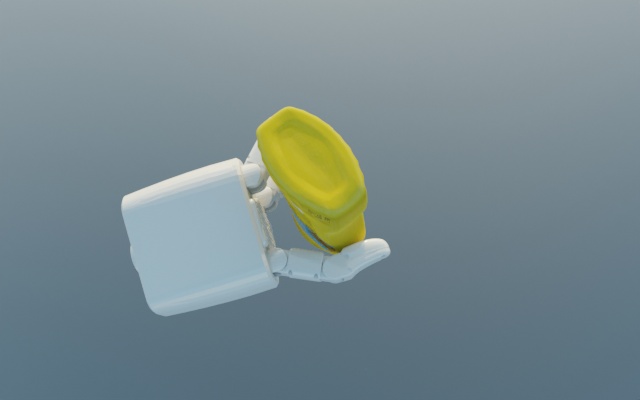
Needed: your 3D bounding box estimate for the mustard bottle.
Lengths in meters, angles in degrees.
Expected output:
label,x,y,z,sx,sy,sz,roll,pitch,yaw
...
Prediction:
label,x,y,z,sx,sy,sz,roll,pitch,yaw
mustard bottle,0.000,0.001,0.424,0.058,0.096,0.192,-40,-18,-9
